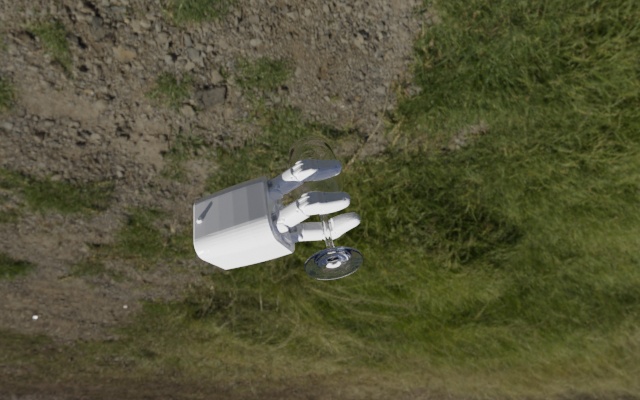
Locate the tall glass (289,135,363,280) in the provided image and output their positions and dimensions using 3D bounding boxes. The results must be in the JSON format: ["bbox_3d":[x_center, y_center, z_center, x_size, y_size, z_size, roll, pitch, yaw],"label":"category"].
[{"bbox_3d":[0.000,0.003,0.649,0.079,0.200,0.079,-7,-38,-6],"label":"tall glass"}]
